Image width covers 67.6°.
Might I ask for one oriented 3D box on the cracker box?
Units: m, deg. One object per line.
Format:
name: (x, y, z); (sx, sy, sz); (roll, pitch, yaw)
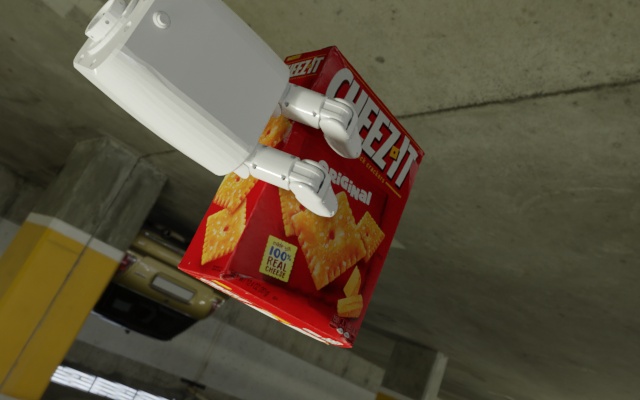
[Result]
cracker box: (0.000, 0.002, 0.426); (0.072, 0.213, 0.164); (4, -27, 45)
